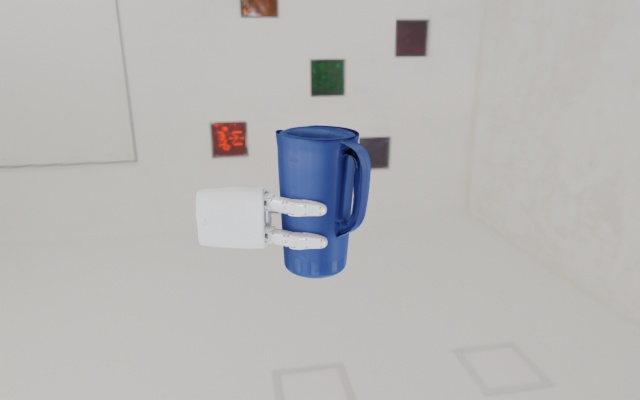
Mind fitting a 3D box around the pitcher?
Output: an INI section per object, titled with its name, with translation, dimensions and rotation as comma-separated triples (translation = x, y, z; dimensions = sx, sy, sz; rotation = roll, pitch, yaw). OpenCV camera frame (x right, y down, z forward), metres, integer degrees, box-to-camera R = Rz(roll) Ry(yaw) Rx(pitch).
[pitcher]
translation = 0.000, 0.003, 0.783
dimensions = 0.145, 0.243, 0.149
rotation = 0, 18, -1
